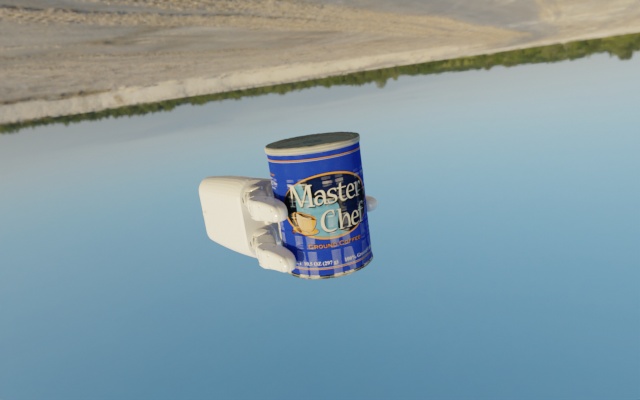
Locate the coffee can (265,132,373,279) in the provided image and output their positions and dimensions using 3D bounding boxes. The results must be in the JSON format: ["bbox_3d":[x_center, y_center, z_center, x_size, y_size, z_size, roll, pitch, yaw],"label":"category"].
[{"bbox_3d":[0.000,0.002,0.528,0.103,0.140,0.102,-7,14,2],"label":"coffee can"}]
